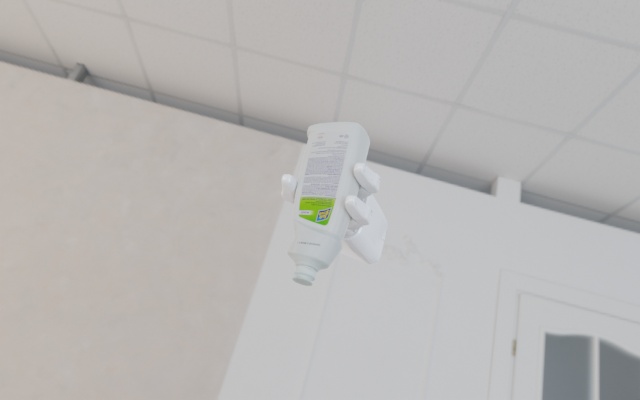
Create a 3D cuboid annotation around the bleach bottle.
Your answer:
[{"bbox_3d":[0.000,0.002,0.705,0.102,0.250,0.068,0,-30,30],"label":"bleach bottle"}]
